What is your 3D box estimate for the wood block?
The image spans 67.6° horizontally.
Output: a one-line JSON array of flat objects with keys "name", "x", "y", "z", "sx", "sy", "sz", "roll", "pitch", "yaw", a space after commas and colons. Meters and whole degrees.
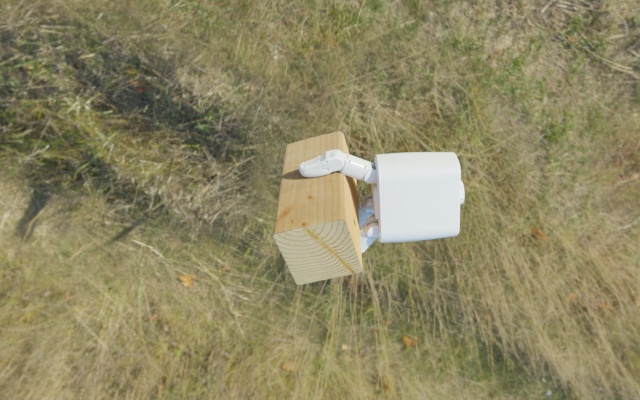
[{"name": "wood block", "x": 0.000, "y": 0.002, "z": 0.653, "sx": 0.090, "sy": 0.091, "sz": 0.206, "roll": -13, "pitch": 36, "yaw": 11}]
